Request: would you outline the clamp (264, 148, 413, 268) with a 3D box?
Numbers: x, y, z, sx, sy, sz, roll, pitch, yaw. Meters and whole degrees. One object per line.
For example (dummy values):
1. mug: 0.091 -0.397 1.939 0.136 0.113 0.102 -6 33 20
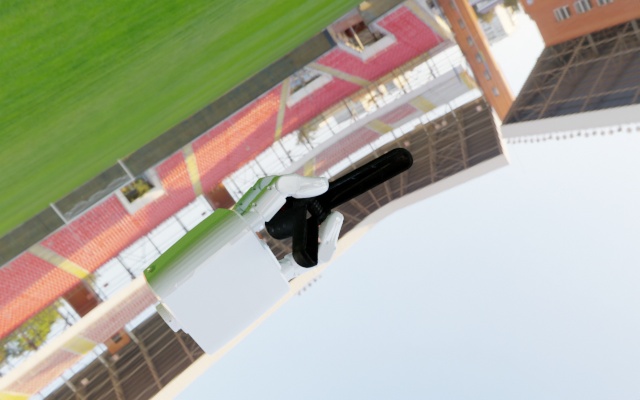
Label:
1. clamp: 0.000 0.003 0.534 0.164 0.036 0.210 -41 17 -18
